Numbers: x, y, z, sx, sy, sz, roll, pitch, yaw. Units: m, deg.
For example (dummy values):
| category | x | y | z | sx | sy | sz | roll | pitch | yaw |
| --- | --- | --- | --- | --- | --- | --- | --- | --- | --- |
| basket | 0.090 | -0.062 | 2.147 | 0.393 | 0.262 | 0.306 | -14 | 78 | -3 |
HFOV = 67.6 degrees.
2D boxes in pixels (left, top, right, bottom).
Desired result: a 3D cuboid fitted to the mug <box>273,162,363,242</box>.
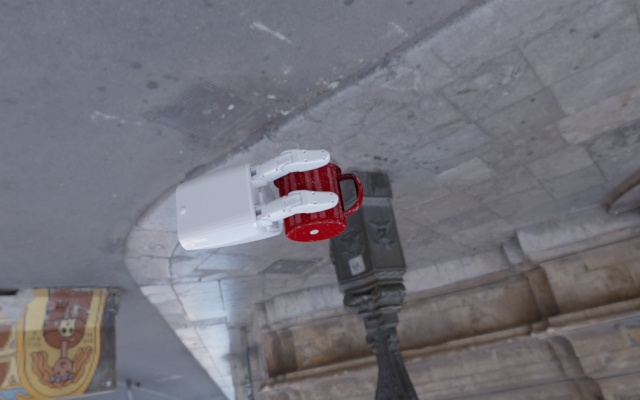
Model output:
| category | x | y | z | sx | sy | sz | roll | pitch | yaw |
| --- | --- | --- | --- | --- | --- | --- | --- | --- | --- |
| mug | 0.002 | 0.002 | 0.625 | 0.117 | 0.081 | 0.093 | -15 | -22 | 13 |
